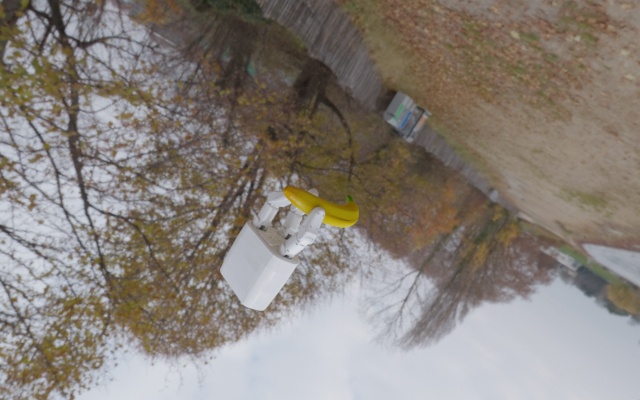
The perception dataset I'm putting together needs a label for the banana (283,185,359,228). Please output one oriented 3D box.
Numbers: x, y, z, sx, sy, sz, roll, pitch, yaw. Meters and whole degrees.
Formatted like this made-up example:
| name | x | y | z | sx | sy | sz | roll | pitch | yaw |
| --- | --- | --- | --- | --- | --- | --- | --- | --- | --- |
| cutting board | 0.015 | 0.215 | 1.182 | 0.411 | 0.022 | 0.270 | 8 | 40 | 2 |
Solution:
| name | x | y | z | sx | sy | sz | roll | pitch | yaw |
| --- | --- | --- | --- | --- | --- | --- | --- | --- | --- |
| banana | 0.014 | 0.014 | 0.795 | 0.069 | 0.037 | 0.198 | 44 | 18 | 29 |
